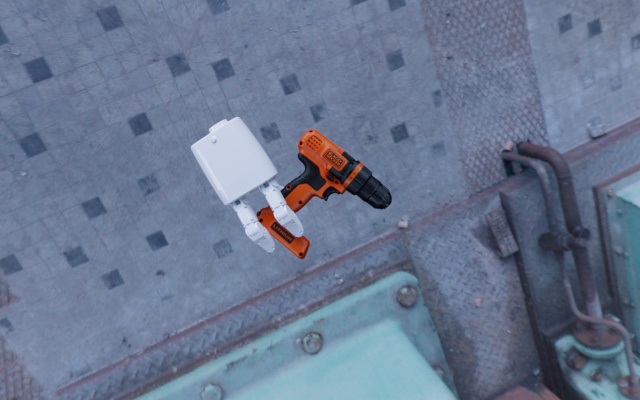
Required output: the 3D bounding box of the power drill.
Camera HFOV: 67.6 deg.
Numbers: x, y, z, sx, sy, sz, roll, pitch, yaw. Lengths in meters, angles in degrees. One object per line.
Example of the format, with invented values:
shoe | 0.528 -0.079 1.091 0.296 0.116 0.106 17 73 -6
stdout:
power drill | 0.000 0.003 0.789 0.184 0.187 0.057 39 -6 3
